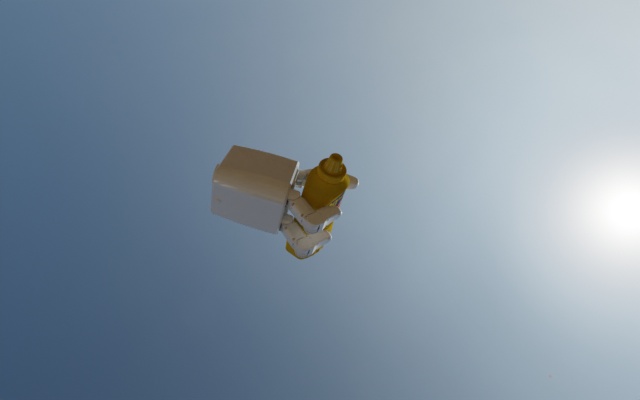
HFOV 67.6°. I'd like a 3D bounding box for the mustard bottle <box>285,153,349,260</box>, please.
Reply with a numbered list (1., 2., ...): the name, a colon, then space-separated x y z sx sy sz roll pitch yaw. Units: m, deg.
1. mustard bottle: 0.000 0.003 0.719 0.058 0.192 0.096 35 49 15
